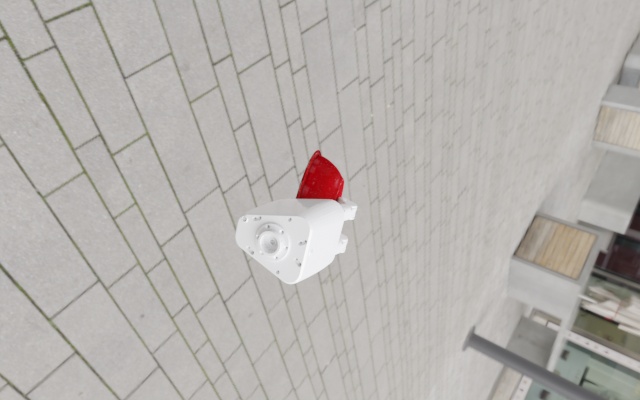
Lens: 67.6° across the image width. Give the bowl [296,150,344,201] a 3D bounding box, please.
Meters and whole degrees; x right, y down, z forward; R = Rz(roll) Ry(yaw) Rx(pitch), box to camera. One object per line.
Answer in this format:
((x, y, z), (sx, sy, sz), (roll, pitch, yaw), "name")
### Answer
((0.001, 0.002, 0.778), (0.055, 0.162, 0.162), (16, 2, 7), "bowl")
